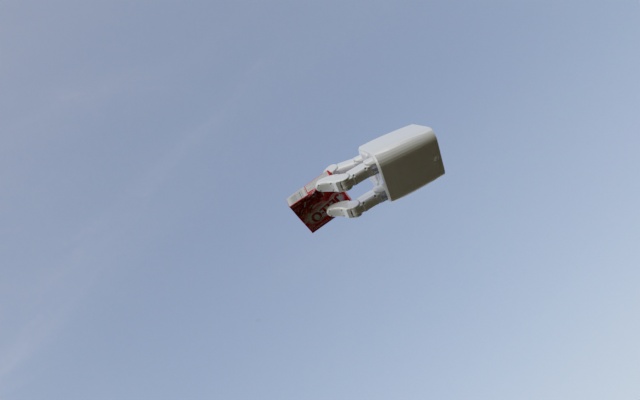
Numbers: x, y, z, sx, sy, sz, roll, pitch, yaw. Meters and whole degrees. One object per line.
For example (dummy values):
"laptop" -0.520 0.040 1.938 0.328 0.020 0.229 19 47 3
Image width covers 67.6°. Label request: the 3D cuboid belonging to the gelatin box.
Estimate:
"gelatin box" 0.000 0.003 0.801 0.089 0.073 0.030 -34 36 7
